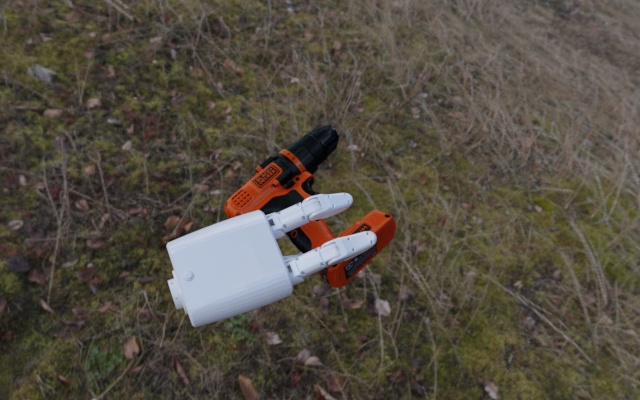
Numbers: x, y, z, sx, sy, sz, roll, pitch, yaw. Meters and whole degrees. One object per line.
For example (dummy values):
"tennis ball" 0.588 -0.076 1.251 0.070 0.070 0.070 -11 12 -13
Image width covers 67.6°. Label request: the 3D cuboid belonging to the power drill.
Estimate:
"power drill" 0.000 0.002 0.592 0.187 0.184 0.057 38 -17 30
